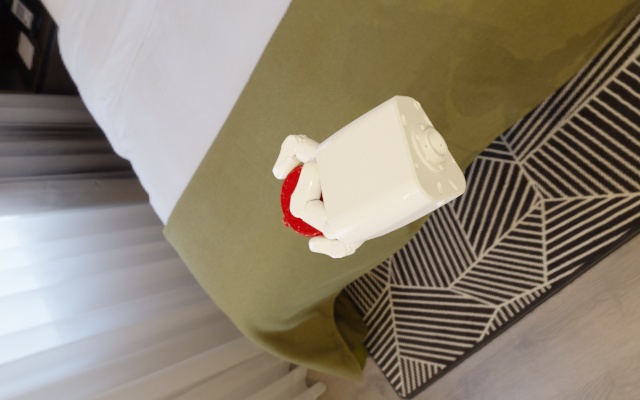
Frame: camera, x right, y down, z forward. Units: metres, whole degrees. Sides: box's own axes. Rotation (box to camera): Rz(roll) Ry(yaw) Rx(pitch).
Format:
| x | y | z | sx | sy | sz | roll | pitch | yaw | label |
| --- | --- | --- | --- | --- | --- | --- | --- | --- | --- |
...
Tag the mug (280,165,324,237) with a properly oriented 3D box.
| x | y | z | sx | sy | sz | roll | pitch | yaw | label |
| --- | --- | --- | --- | --- | --- | --- | --- | --- | --- |
| -0.001 | 0.002 | 0.562 | 0.117 | 0.093 | 0.081 | -31 | -14 | 39 | mug |
